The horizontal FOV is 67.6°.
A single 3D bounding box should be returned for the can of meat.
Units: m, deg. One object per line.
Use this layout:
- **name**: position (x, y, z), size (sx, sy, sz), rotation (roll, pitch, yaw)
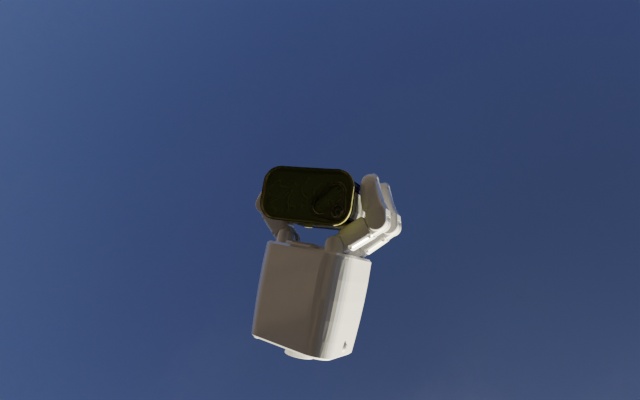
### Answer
- **can of meat**: position (0.000, 0.002, 0.519), size (0.102, 0.057, 0.084), rotation (5, -9, 23)
